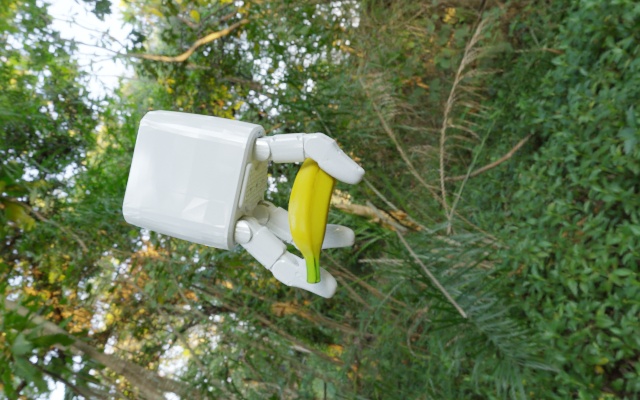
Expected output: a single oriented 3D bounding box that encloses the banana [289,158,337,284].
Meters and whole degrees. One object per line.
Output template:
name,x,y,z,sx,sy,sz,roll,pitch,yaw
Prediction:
banana,-0.001,-0.012,0.462,0.037,0.070,0.197,5,35,9
